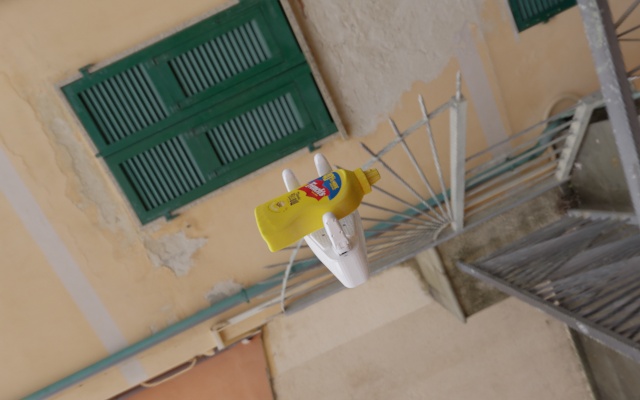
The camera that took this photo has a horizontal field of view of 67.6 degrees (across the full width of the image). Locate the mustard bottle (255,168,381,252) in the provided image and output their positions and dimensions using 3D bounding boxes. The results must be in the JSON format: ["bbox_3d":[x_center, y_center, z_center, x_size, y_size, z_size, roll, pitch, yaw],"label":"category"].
[{"bbox_3d":[0.000,0.002,0.707,0.191,0.058,0.096,-26,28,-1],"label":"mustard bottle"}]
